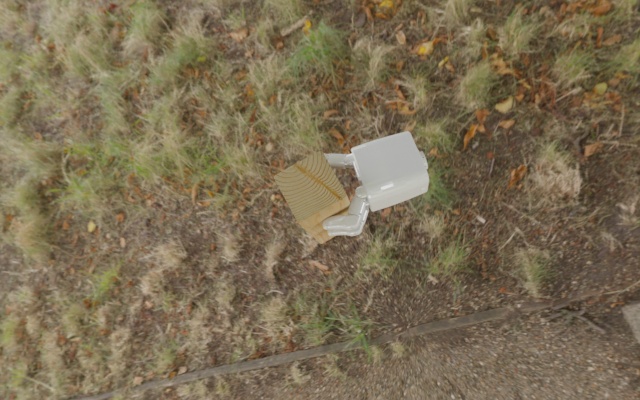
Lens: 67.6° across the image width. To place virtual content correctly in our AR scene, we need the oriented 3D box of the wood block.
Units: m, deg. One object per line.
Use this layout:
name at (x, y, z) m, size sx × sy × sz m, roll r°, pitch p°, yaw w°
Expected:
wood block at (0.000, 0.002, 0.843) m, size 0.090 × 0.090 × 0.206 m, roll -29°, pitch -18°, yaw 1°
